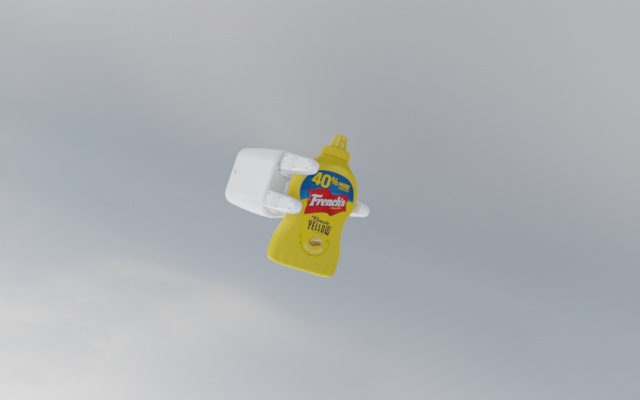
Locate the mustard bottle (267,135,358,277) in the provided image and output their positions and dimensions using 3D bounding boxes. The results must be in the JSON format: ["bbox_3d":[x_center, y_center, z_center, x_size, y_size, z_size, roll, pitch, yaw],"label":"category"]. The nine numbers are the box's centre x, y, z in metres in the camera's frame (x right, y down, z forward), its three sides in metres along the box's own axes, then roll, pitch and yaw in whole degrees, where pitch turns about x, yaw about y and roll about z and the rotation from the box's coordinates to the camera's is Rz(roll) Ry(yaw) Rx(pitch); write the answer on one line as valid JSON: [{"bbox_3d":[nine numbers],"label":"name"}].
[{"bbox_3d":[0.000,0.002,0.656,0.096,0.191,0.058,19,-5,-20],"label":"mustard bottle"}]
